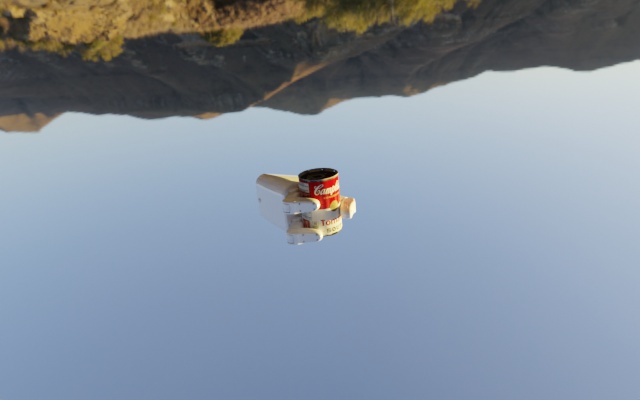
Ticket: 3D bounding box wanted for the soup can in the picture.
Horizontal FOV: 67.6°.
[{"bbox_3d":[0.001,0.003,0.811,0.068,0.102,0.068,-4,20,2],"label":"soup can"}]
